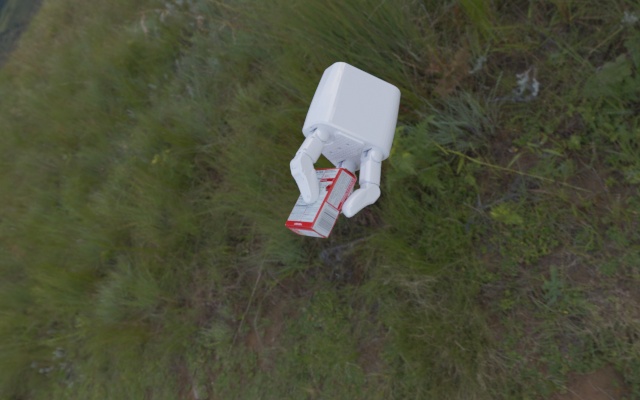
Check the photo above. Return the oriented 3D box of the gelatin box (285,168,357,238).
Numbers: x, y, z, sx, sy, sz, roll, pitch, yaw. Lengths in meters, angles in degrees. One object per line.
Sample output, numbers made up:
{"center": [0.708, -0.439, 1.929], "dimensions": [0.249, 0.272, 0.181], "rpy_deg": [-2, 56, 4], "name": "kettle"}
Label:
{"center": [0.000, 0.002, 0.610], "dimensions": [0.030, 0.089, 0.073], "rpy_deg": [34, -16, -26], "name": "gelatin box"}
